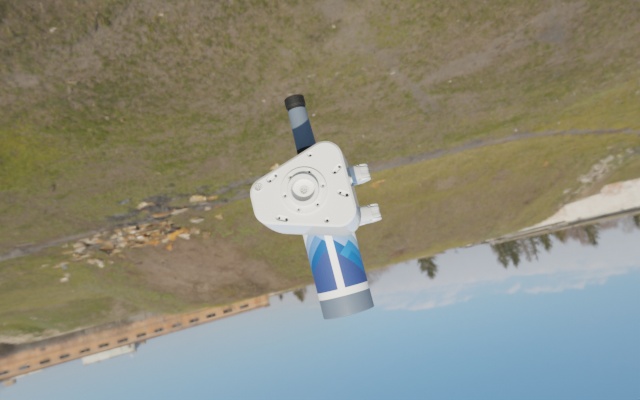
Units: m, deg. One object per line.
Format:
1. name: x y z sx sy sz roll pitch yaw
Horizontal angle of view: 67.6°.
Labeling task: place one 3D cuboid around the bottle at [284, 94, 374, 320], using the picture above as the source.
1. bottle: 0.000 0.002 0.629 0.069 0.295 0.069 -14 -8 -2
